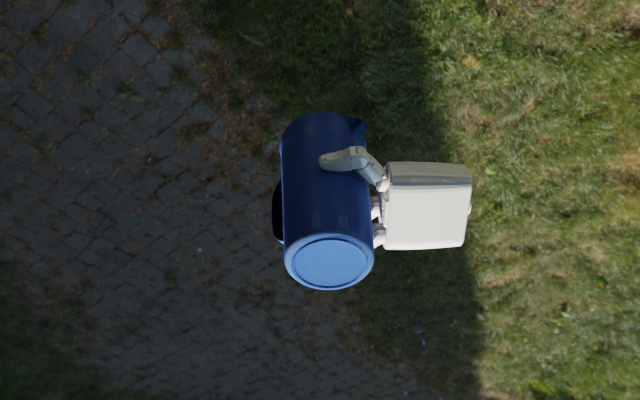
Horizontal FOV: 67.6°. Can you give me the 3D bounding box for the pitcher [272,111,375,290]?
[{"bbox_3d":[0.000,0.002,0.654,0.145,0.149,0.242,0,42,-2],"label":"pitcher"}]
